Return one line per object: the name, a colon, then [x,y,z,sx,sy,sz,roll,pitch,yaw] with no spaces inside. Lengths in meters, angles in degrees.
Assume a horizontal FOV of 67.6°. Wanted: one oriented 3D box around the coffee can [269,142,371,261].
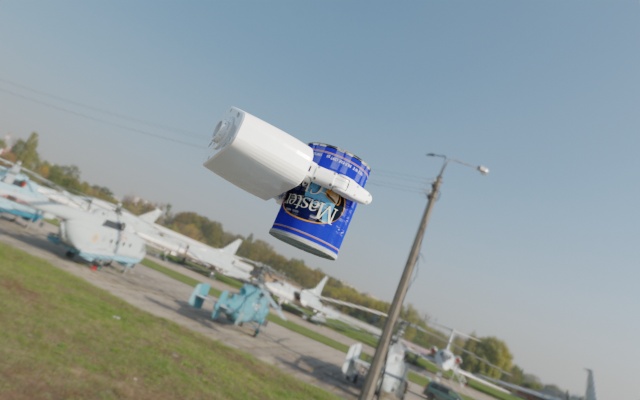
coffee can: [0.000,0.002,0.686,0.103,0.140,0.103,22,-11,4]
